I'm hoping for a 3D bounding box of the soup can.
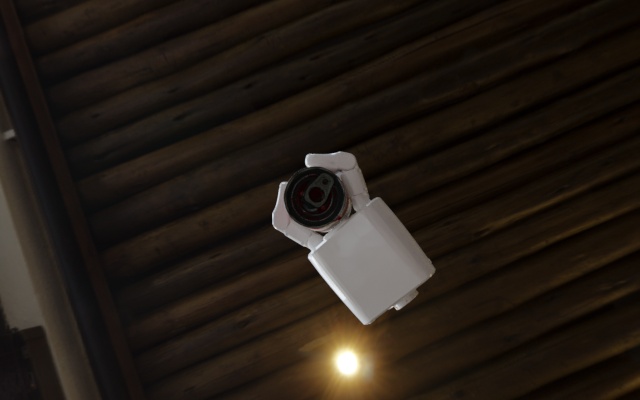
[{"bbox_3d":[0.000,0.002,0.565,0.068,0.068,0.102,0,-6,8],"label":"soup can"}]
